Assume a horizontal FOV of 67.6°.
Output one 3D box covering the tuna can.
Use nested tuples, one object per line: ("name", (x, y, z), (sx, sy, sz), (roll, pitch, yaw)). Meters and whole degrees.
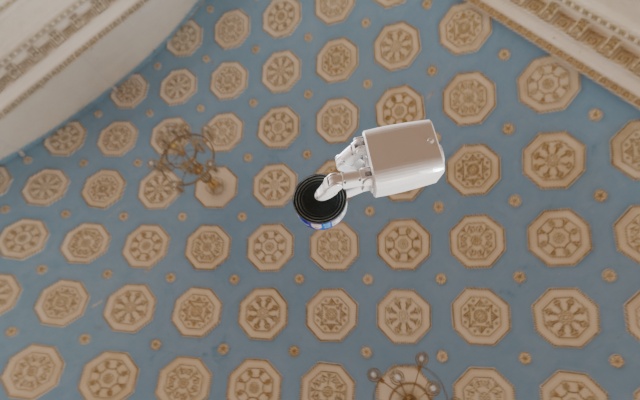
("tuna can", (0.000, 0.003, 0.760), (0.086, 0.086, 0.034), (0, -23, 5))
